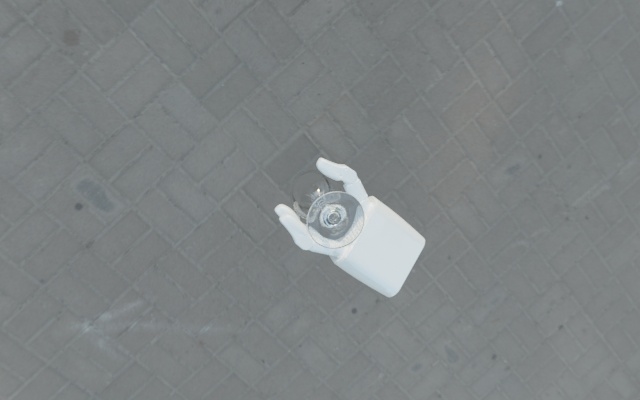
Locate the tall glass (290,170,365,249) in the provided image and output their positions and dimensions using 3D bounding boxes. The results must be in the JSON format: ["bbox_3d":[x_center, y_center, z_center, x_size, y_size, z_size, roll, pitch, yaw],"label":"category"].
[{"bbox_3d":[0.000,0.002,0.686,0.079,0.079,0.201,0,13,-12],"label":"tall glass"}]
